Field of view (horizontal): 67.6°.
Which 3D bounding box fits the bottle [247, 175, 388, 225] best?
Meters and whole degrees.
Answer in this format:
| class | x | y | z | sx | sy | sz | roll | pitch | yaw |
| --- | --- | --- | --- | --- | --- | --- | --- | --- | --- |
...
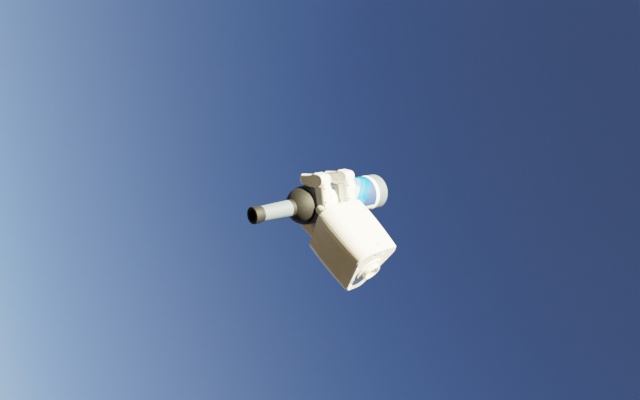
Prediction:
| class | x | y | z | sx | sy | sz | roll | pitch | yaw |
| --- | --- | --- | --- | --- | --- | --- | --- | --- | --- |
| bottle | 0.000 | 0.003 | 0.832 | 0.295 | 0.069 | 0.069 | -11 | 8 | -43 |
